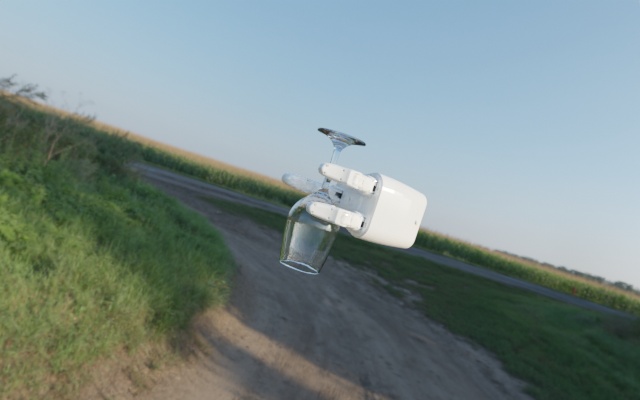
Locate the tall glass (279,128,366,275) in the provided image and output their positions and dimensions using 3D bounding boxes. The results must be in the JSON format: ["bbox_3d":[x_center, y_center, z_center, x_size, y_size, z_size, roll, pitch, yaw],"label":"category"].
[{"bbox_3d":[0.000,0.002,0.691,0.079,0.201,0.079,19,1,0],"label":"tall glass"}]
